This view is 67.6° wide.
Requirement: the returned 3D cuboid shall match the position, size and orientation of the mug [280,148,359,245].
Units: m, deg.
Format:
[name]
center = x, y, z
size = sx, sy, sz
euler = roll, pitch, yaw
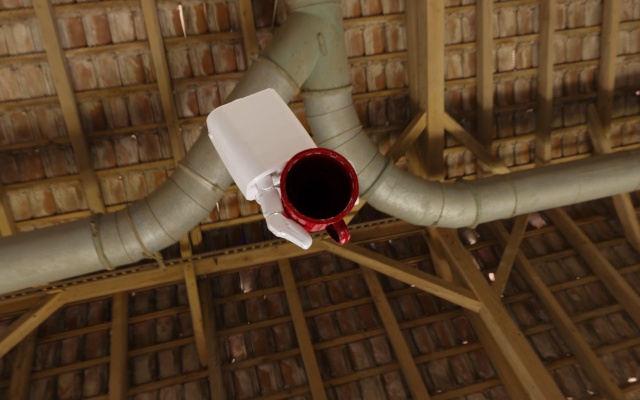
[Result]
[mug]
center = 0.001, 0.003, 0.587
size = 0.093, 0.117, 0.081
euler = -32, -7, -15
